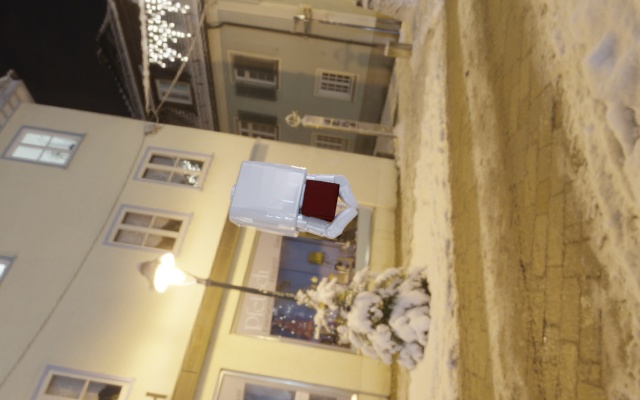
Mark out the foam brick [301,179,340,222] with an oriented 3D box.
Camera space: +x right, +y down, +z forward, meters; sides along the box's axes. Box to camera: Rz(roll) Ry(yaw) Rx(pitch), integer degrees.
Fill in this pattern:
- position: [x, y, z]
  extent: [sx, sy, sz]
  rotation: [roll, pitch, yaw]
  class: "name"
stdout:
- position: [0.000, 0.002, 0.736]
  extent: [0.051, 0.053, 0.078]
  rotation: [10, -9, 2]
  class: "foam brick"
